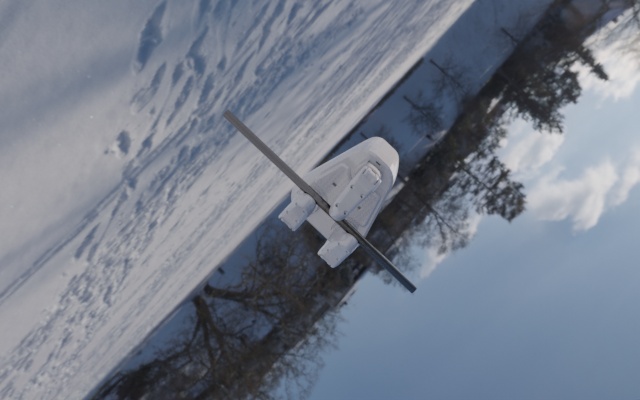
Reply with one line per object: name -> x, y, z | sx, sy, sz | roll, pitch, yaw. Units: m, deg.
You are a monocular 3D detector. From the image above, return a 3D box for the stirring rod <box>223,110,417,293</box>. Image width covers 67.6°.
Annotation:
stirring rod -> 0.000, 0.001, 0.444 | 0.239, 0.011, 0.011 | 43, -1, -1
